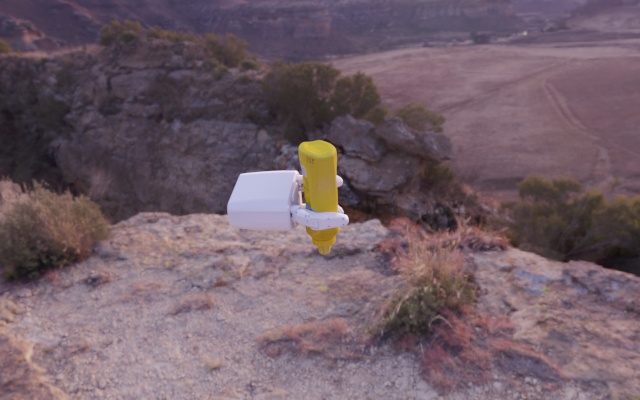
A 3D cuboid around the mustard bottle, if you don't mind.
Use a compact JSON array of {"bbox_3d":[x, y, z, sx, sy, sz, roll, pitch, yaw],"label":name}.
[{"bbox_3d":[0.000,0.002,0.797,0.058,0.192,0.096,-10,23,-14],"label":"mustard bottle"}]
